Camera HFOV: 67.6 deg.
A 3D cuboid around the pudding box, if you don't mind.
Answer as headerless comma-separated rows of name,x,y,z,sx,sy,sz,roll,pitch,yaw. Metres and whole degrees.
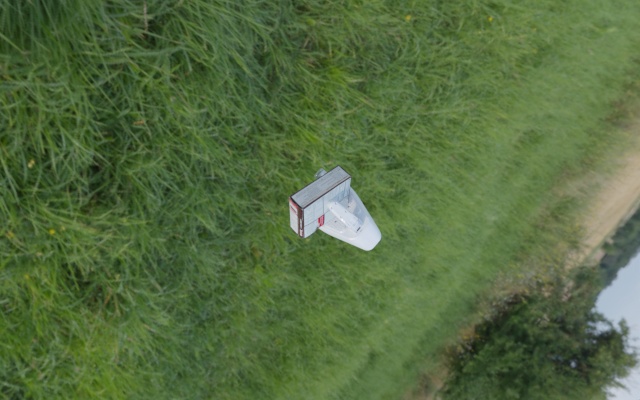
pudding box,0.000,0.003,0.823,0.113,0.090,0.039,-36,60,-25
